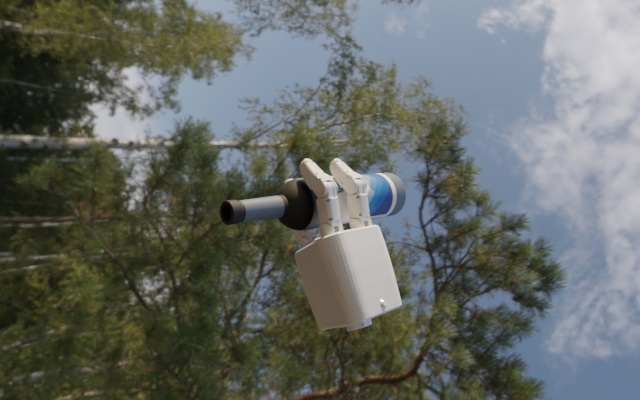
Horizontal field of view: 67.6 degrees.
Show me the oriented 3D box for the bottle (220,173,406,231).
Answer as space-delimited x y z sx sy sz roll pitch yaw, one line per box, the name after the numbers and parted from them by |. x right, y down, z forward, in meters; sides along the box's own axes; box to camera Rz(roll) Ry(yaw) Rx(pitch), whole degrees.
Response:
0.000 0.002 0.630 0.295 0.069 0.069 -6 4 -45 | bottle
